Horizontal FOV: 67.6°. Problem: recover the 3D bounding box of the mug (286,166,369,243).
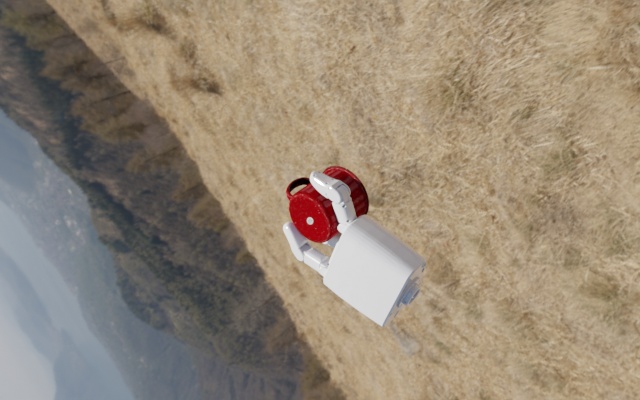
[{"bbox_3d":[-0.001,0.002,0.693,0.117,0.093,0.081,34,47,25],"label":"mug"}]
